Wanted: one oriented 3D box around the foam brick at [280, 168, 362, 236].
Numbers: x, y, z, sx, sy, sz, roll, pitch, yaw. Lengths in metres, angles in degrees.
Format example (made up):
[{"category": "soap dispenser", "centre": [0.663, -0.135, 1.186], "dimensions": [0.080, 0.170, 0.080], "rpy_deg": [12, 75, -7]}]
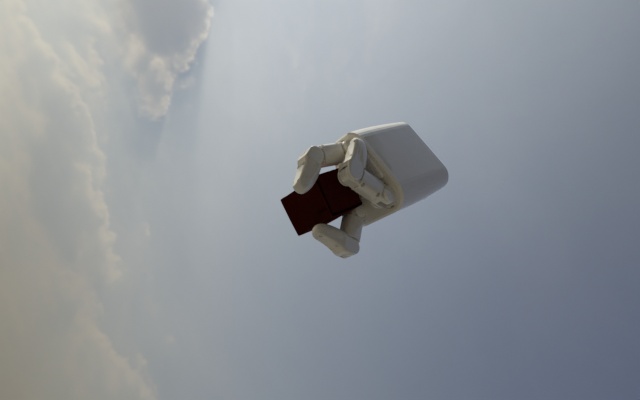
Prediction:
[{"category": "foam brick", "centre": [0.000, 0.002, 0.575], "dimensions": [0.051, 0.053, 0.078], "rpy_deg": [-21, -6, -41]}]
